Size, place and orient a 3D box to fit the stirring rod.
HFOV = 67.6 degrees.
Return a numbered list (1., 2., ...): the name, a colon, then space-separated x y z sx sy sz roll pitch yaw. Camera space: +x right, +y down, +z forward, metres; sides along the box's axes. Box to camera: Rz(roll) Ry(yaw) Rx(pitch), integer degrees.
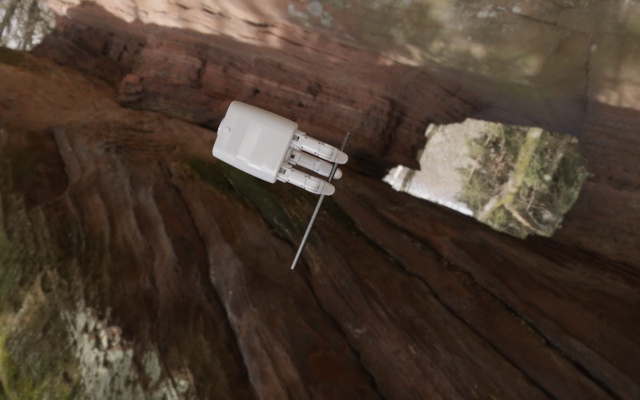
1. stirring rod: 0.000 0.002 0.779 0.011 0.239 0.011 22 6 -2
